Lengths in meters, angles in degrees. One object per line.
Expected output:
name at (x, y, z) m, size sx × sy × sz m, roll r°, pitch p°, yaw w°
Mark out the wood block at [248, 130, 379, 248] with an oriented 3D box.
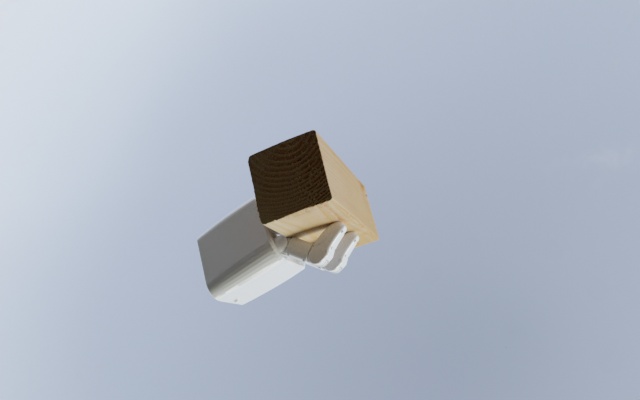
wood block at (0.000, 0.002, 0.623) m, size 0.090 × 0.090 × 0.206 m, roll -20°, pitch -22°, yaw 14°
